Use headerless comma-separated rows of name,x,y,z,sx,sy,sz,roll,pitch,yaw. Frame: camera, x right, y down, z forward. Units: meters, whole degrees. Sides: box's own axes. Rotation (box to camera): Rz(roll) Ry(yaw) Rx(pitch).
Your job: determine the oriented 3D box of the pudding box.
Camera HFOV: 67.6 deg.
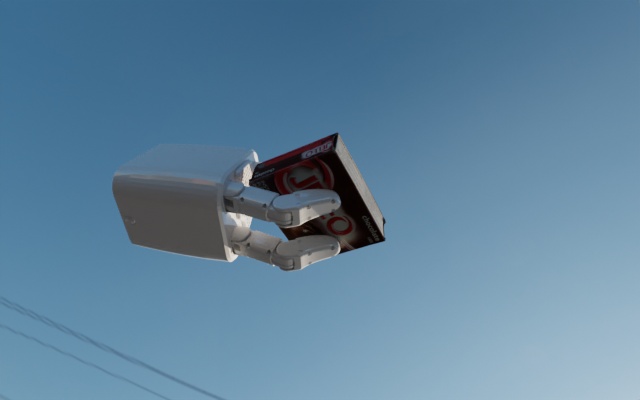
pudding box,0.000,0.001,0.456,0.090,0.113,0.039,-19,34,23
